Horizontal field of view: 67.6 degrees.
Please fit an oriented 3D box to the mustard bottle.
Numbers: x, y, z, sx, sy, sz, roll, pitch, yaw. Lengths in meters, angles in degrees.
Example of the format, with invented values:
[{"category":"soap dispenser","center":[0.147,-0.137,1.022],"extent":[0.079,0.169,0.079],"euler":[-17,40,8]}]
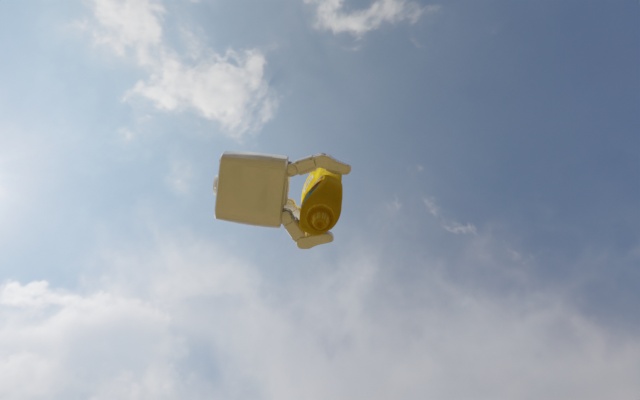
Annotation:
[{"category":"mustard bottle","center":[0.000,0.002,0.757],"extent":[0.058,0.096,0.191],"euler":[29,17,-8]}]
